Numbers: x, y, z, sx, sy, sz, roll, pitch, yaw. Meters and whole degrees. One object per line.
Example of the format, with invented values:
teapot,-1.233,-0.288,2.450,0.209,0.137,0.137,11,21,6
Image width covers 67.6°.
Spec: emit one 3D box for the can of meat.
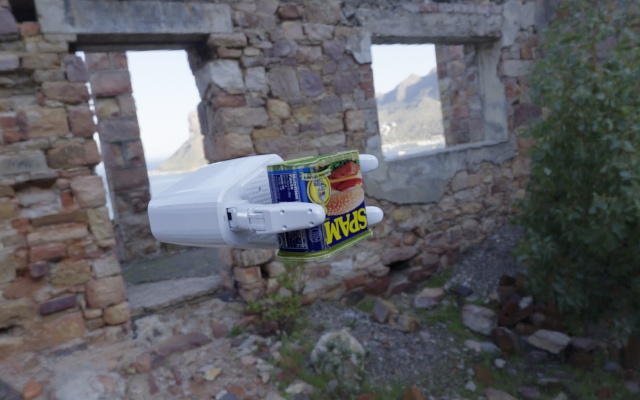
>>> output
can of meat,0.000,0.001,0.440,0.057,0.084,0.102,-3,9,37
